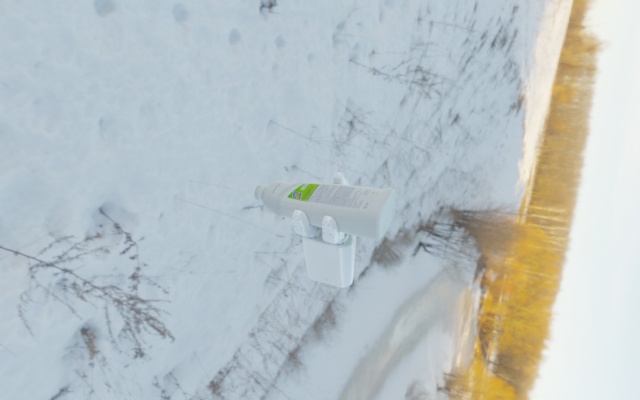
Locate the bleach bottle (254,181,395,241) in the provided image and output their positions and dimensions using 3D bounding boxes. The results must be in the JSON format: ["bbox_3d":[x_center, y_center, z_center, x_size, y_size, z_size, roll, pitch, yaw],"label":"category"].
[{"bbox_3d":[0.000,0.003,0.860,0.251,0.068,0.102,11,35,22],"label":"bleach bottle"}]
